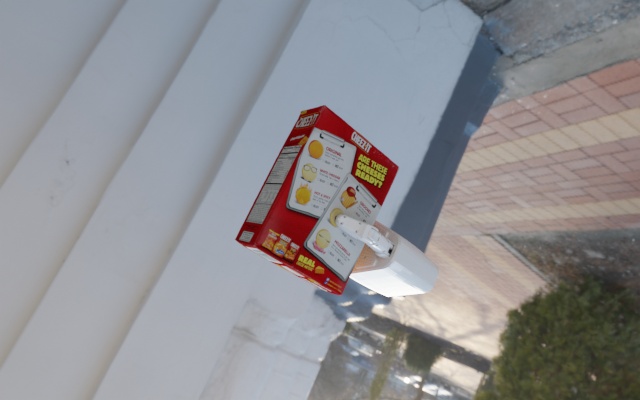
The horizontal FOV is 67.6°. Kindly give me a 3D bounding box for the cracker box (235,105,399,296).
[{"bbox_3d":[0.000,0.002,0.678,0.164,0.213,0.072,35,-17,-32],"label":"cracker box"}]
